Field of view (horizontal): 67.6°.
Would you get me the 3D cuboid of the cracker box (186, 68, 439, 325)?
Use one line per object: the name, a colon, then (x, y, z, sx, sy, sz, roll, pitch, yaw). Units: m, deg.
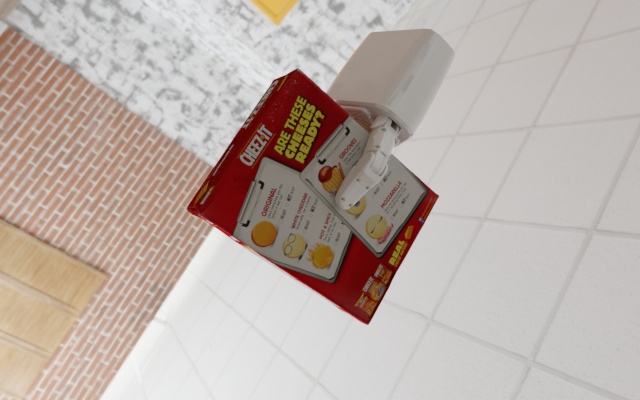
cracker box: (0.000, 0.002, 0.492, 0.214, 0.164, 0.072, 37, -14, -24)
